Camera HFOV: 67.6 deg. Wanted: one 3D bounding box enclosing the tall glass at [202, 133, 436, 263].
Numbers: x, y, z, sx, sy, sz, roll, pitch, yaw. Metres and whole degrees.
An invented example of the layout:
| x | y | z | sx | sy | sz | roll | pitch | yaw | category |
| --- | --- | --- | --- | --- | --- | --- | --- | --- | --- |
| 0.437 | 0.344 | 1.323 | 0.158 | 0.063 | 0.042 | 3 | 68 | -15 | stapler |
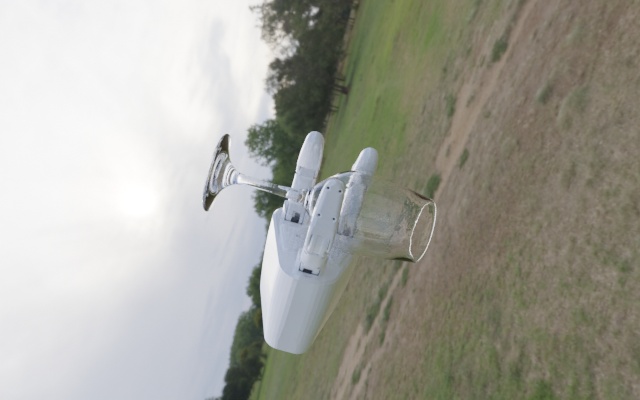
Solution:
| x | y | z | sx | sy | sz | roll | pitch | yaw | category |
| --- | --- | --- | --- | --- | --- | --- | --- | --- | --- |
| -0.001 | 0.001 | 0.441 | 0.201 | 0.079 | 0.079 | 16 | 0 | -1 | tall glass |
